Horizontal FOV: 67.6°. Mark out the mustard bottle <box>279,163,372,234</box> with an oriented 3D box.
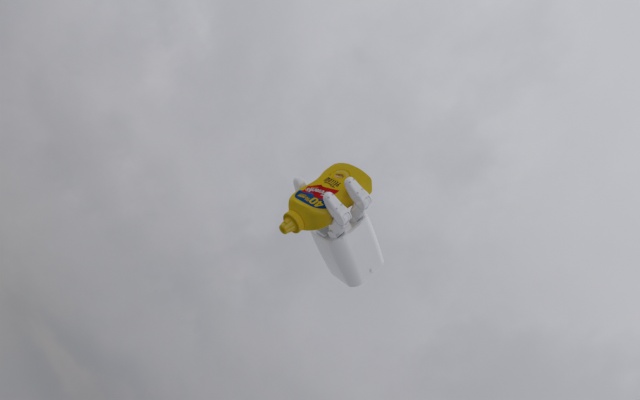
[{"bbox_3d":[0.000,0.002,0.857,0.096,0.058,0.191,28,50,34],"label":"mustard bottle"}]
